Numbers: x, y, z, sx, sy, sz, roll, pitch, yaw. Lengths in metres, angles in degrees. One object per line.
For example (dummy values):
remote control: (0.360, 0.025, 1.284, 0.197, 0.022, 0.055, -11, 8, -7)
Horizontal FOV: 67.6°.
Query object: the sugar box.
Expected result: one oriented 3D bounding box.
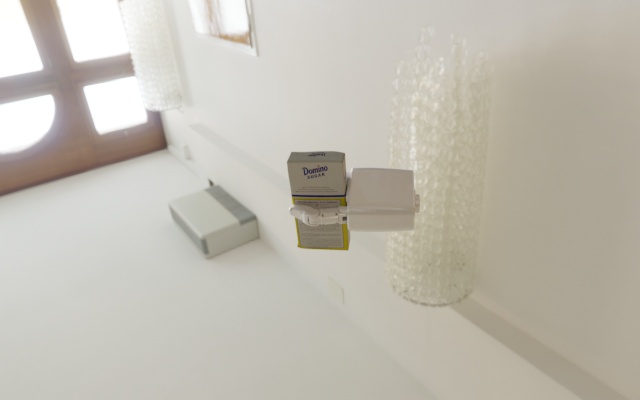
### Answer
sugar box: (0.000, 0.002, 0.810, 0.093, 0.176, 0.048, 1, 30, 9)
